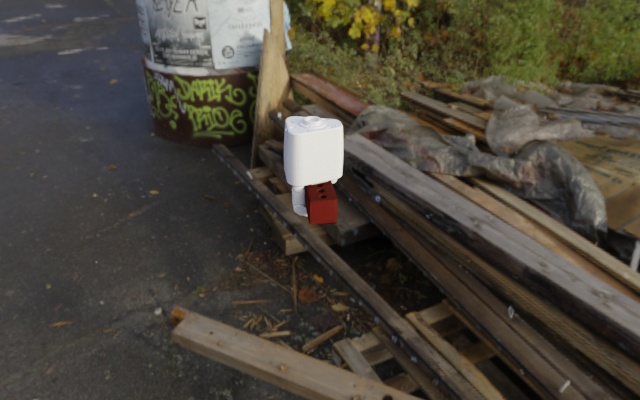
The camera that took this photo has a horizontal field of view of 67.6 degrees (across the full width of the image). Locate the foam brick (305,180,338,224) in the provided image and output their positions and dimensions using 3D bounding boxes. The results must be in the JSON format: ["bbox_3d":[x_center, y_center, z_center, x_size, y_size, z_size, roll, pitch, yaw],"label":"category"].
[{"bbox_3d":[0.000,0.003,0.900,0.053,0.051,0.078,-3,31,-9],"label":"foam brick"}]
